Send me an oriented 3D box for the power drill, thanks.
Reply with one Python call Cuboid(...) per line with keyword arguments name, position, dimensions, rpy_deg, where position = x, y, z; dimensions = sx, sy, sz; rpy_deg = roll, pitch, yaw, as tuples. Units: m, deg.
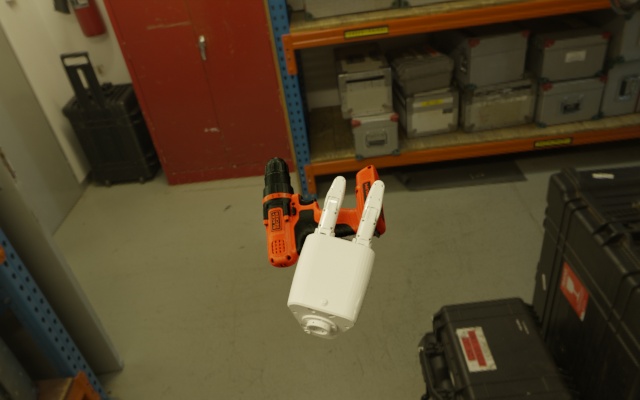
Cuboid(name="power drill", position=(0.001, 0.003, 0.742), dimensions=(0.187, 0.184, 0.057), rpy_deg=(-12, -22, 14))
